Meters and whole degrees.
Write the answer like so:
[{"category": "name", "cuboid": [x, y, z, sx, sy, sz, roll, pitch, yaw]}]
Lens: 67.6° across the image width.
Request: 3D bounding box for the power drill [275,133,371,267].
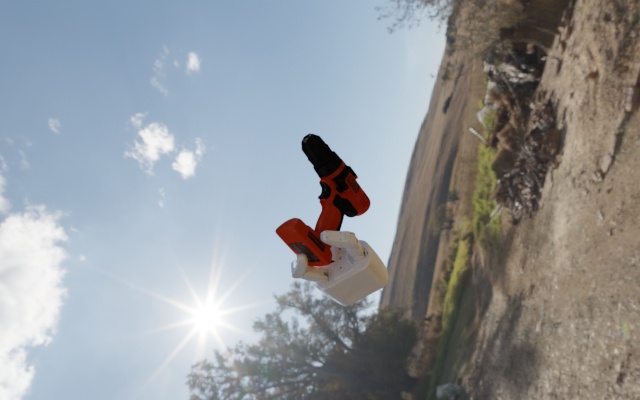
[{"category": "power drill", "cuboid": [0.000, 0.003, 0.814, 0.057, 0.187, 0.184, -12, -52, 46]}]
